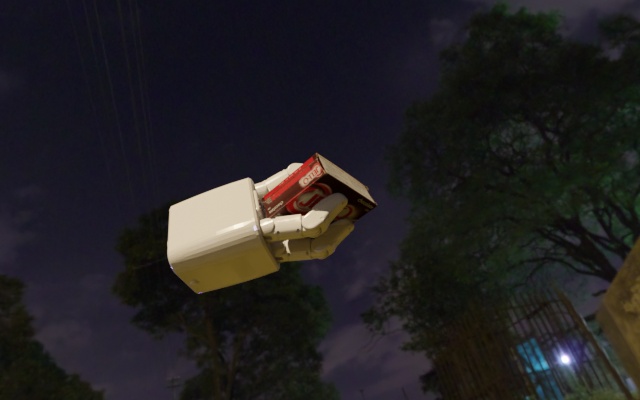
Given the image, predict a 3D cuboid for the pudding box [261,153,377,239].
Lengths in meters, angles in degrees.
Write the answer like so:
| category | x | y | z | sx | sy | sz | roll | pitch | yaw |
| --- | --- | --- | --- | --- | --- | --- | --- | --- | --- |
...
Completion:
| category | x | y | z | sx | sy | sz | roll | pitch | yaw |
| --- | --- | --- | --- | --- | --- | --- | --- | --- | --- |
| pudding box | 0.000 | 0.002 | 0.570 | 0.090 | 0.039 | 0.113 | -37 | -36 | 21 |
